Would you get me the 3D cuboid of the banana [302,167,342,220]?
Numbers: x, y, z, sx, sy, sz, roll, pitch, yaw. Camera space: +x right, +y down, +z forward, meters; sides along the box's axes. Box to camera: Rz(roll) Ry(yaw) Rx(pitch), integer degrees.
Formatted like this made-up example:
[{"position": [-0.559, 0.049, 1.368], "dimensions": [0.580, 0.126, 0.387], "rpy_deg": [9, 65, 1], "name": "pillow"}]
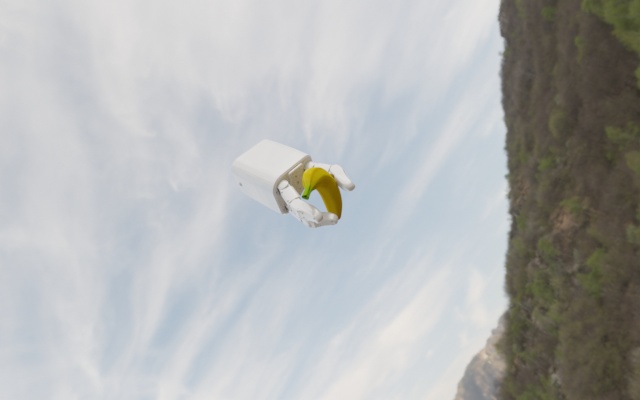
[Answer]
[{"position": [0.004, -0.016, 0.838], "dimensions": [0.037, 0.069, 0.198], "rpy_deg": [13, -8, 22], "name": "banana"}]
